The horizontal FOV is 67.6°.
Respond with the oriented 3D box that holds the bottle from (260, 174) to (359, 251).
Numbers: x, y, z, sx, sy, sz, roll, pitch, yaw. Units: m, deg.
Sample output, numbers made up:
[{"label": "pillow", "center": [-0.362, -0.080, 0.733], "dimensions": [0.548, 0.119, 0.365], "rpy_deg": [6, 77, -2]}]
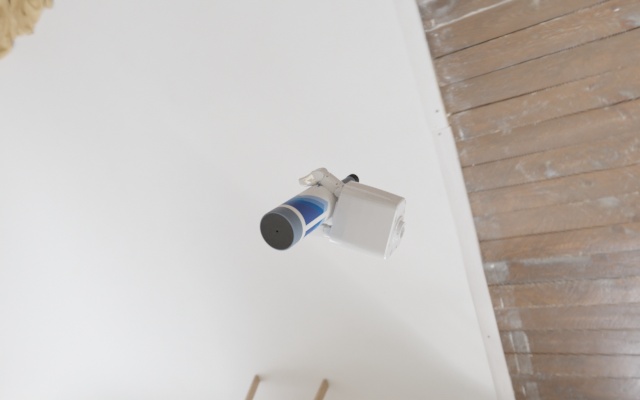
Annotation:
[{"label": "bottle", "center": [0.000, 0.003, 0.867], "dimensions": [0.069, 0.069, 0.295], "rpy_deg": [0, 18, 29]}]
